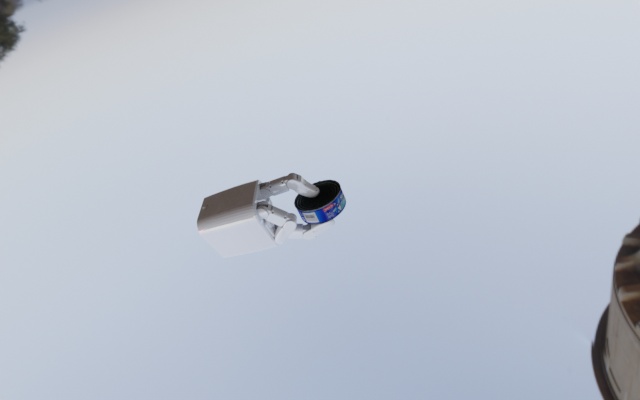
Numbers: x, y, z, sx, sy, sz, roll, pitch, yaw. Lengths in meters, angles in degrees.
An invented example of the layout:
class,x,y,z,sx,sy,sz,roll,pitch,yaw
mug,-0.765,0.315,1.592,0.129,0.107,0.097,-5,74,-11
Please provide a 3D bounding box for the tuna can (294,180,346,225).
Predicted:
class,x,y,z,sx,sy,sz,roll,pitch,yaw
tuna can,0.000,0.003,0.822,0.086,0.034,0.086,-18,32,12
